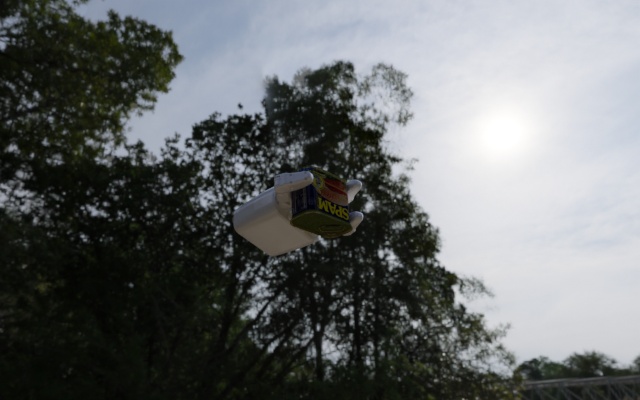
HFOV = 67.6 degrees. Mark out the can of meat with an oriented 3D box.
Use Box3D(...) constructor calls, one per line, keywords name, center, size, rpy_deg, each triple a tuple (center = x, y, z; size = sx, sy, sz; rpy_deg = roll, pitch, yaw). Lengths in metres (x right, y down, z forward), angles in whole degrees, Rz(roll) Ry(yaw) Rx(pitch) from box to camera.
Box3D(name="can of meat", center=(0.000, 0.002, 0.741), size=(0.057, 0.084, 0.102), rpy_deg=(-26, -35, 37))
